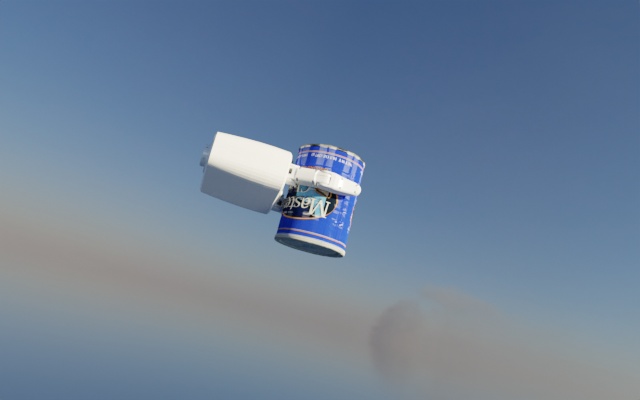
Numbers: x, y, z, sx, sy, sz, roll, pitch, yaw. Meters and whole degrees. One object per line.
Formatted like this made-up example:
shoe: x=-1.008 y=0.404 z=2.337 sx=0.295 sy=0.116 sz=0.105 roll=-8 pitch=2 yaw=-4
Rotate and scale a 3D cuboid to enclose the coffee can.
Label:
coffee can: x=0.000 y=0.002 z=0.696 sx=0.103 sy=0.140 sz=0.103 roll=13 pitch=-14 yaw=3
